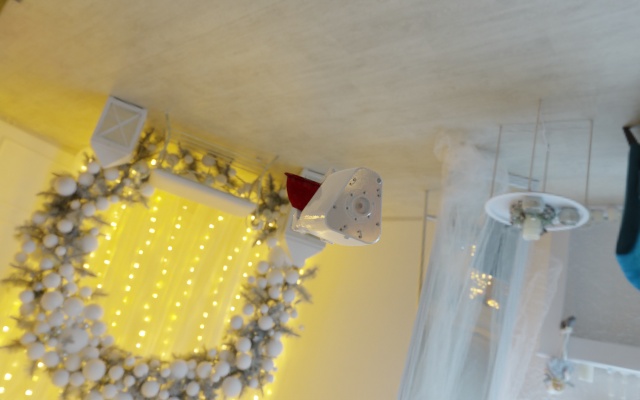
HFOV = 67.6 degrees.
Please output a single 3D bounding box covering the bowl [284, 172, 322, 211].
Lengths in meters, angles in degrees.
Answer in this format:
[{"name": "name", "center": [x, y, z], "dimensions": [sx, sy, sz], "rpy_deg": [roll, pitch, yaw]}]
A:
[{"name": "bowl", "center": [0.000, 0.003, 0.872], "dimensions": [0.162, 0.055, 0.162], "rpy_deg": [22, -1, 0]}]
